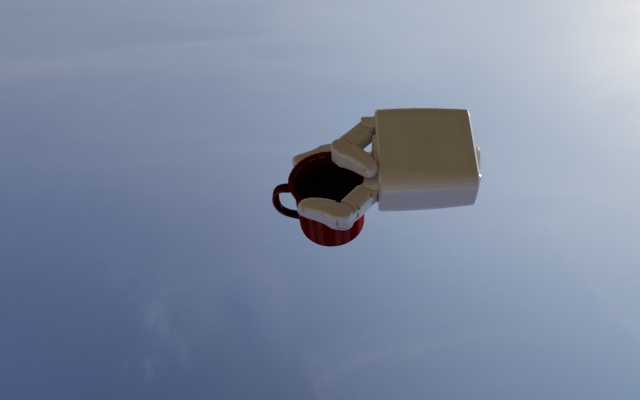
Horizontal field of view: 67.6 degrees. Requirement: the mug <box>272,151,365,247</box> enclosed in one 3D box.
[{"bbox_3d":[-0.001,0.002,0.577,0.117,0.093,0.082,-2,-42,5],"label":"mug"}]
